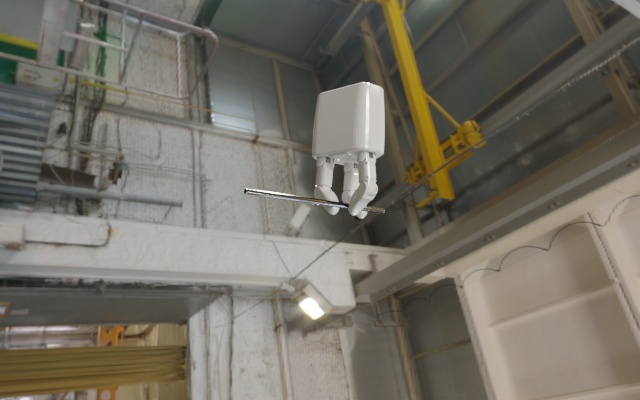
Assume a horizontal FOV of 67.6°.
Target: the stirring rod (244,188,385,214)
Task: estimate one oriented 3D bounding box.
[{"bbox_3d":[0.000,0.002,0.702,0.239,0.011,0.011,8,-5,-32],"label":"stirring rod"}]
